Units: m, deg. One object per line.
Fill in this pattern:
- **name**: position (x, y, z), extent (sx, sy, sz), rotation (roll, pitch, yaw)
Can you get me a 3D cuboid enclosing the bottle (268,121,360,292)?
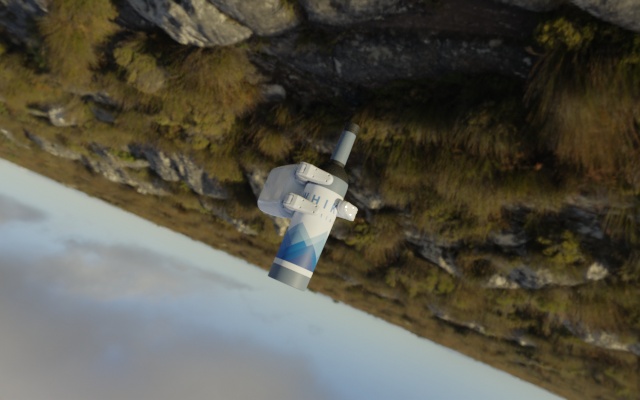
- **bottle**: position (0.000, 0.003, 0.804), extent (0.069, 0.295, 0.069), rotation (22, -10, 4)
